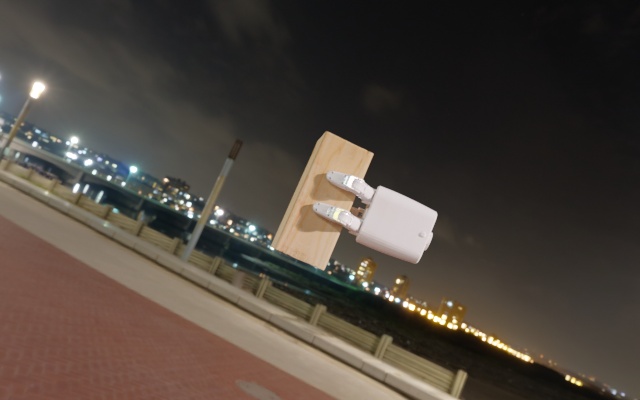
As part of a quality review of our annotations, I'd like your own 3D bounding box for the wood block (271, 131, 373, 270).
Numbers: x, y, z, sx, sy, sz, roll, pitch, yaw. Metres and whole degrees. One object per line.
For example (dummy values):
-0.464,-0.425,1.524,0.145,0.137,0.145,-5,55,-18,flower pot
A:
0.000,0.003,0.803,0.090,0.206,0.091,25,-8,-7,wood block
